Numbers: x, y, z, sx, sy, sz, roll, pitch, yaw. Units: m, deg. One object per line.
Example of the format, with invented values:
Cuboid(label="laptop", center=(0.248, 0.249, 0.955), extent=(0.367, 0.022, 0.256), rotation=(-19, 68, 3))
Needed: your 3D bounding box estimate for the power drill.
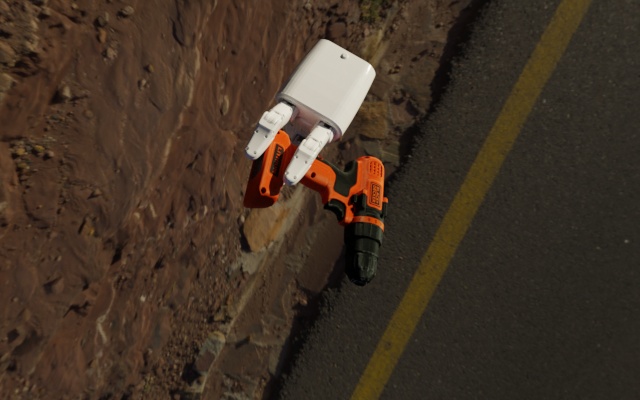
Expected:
Cuboid(label="power drill", center=(0.000, 0.002, 0.608), extent=(0.188, 0.184, 0.057), rotation=(22, -34, -24))
